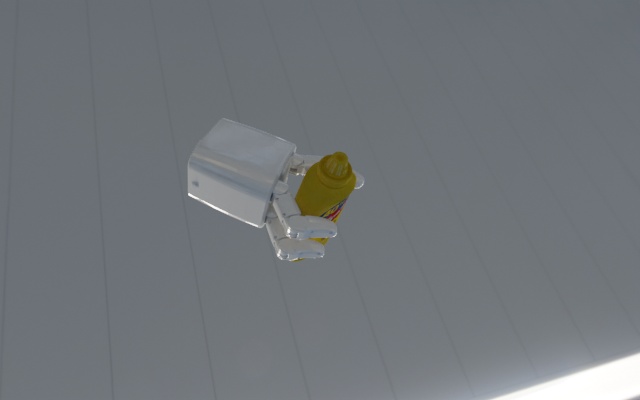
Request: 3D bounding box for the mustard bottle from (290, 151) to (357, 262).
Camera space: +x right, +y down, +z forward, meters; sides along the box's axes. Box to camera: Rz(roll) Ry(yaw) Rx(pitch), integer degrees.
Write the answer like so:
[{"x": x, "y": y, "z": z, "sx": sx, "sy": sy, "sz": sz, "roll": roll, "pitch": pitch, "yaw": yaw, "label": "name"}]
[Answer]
[{"x": 0.000, "y": 0.002, "z": 0.610, "sx": 0.096, "sy": 0.058, "sz": 0.192, "roll": -39, "pitch": -16, "yaw": -32, "label": "mustard bottle"}]
